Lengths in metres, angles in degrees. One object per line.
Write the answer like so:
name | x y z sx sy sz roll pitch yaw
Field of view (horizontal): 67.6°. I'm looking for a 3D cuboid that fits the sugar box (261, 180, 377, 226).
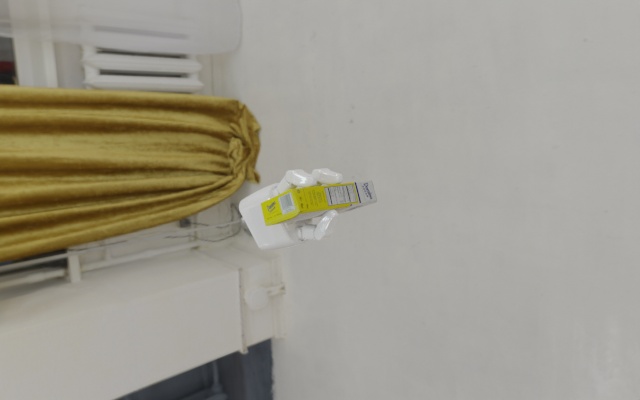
sugar box | 0.000 0.002 0.794 0.176 0.048 0.093 -11 -7 -42
